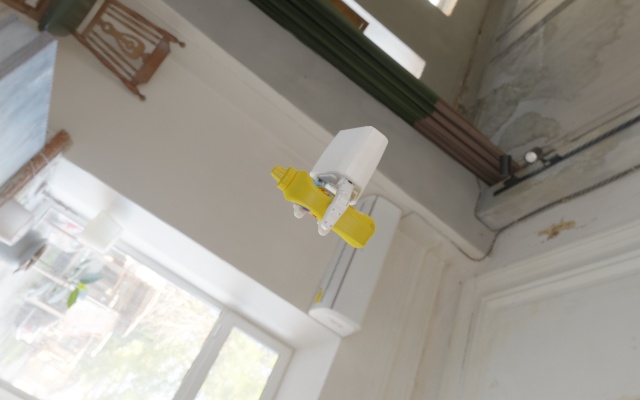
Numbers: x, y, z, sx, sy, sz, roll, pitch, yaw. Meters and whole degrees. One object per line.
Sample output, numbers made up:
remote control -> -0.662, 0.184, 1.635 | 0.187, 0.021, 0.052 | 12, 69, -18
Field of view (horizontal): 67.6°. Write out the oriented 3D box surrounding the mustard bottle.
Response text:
mustard bottle -> 0.000, 0.003, 0.797 | 0.191, 0.058, 0.096 | 36, 5, -12
